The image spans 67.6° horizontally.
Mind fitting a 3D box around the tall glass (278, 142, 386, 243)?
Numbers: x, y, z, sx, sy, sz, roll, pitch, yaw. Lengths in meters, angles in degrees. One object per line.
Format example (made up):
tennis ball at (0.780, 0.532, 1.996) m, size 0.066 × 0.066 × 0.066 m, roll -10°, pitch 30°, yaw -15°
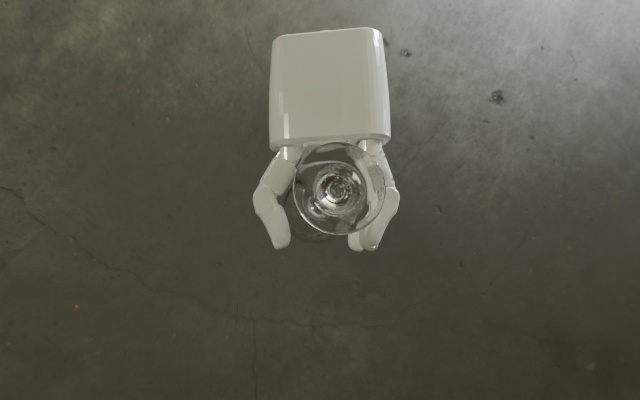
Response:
tall glass at (0.000, 0.002, 0.470) m, size 0.079 × 0.079 × 0.201 m, roll 0°, pitch -7°, yaw -9°
